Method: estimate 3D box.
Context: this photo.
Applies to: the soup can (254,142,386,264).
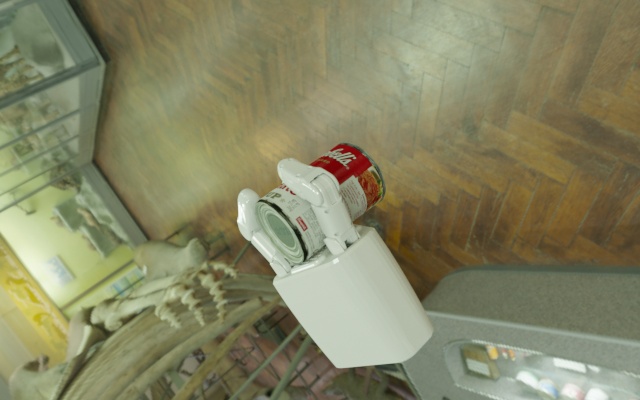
[{"bbox_3d":[0.000,0.001,0.431,0.102,0.068,0.068,-37,18,-26],"label":"soup can"}]
